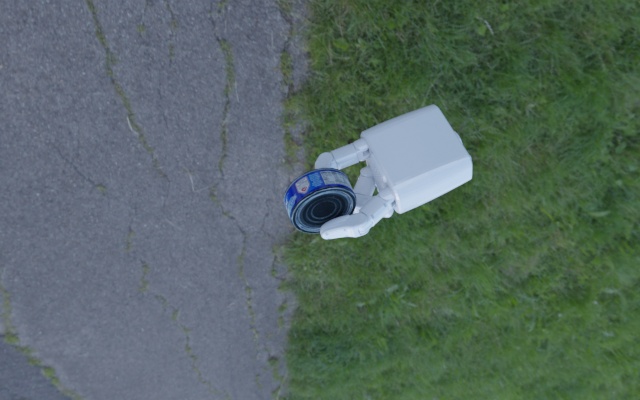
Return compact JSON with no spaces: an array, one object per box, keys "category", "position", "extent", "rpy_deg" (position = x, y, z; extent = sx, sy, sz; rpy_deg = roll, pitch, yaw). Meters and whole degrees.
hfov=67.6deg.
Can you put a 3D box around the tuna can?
[{"category":"tuna can","position":[0.000,0.002,0.584],"extent":[0.086,0.033,0.086],"rpy_deg":[-14,-39,-11]}]
